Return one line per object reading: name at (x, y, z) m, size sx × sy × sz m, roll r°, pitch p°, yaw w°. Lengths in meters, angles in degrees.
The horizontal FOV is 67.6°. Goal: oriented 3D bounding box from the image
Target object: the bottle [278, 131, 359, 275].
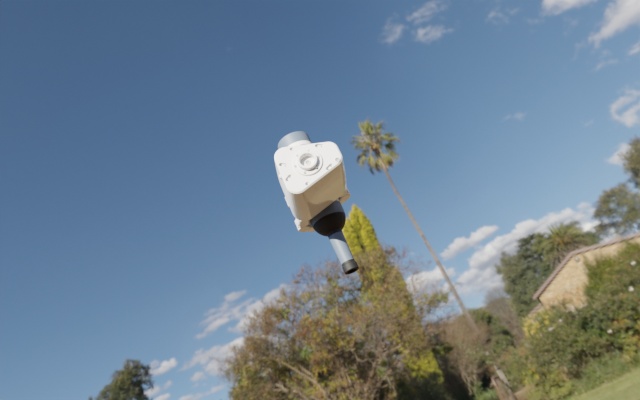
bottle at (0.000, 0.003, 0.900) m, size 0.069 × 0.295 × 0.069 m, roll -20°, pitch -25°, yaw -10°
